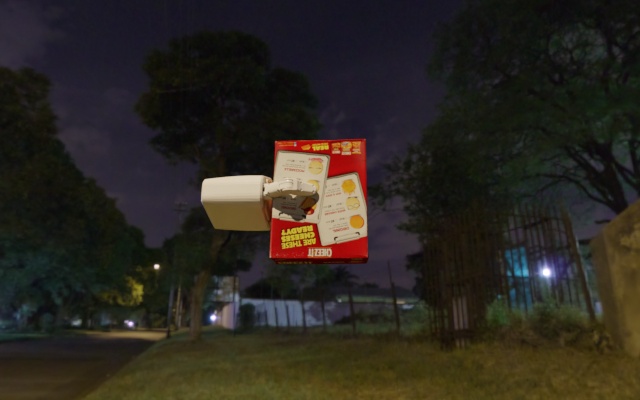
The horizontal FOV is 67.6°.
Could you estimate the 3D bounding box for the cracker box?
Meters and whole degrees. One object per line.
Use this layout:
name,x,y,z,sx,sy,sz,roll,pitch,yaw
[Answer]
cracker box,0.000,0.003,0.839,0.164,0.213,0.072,-1,-17,5
